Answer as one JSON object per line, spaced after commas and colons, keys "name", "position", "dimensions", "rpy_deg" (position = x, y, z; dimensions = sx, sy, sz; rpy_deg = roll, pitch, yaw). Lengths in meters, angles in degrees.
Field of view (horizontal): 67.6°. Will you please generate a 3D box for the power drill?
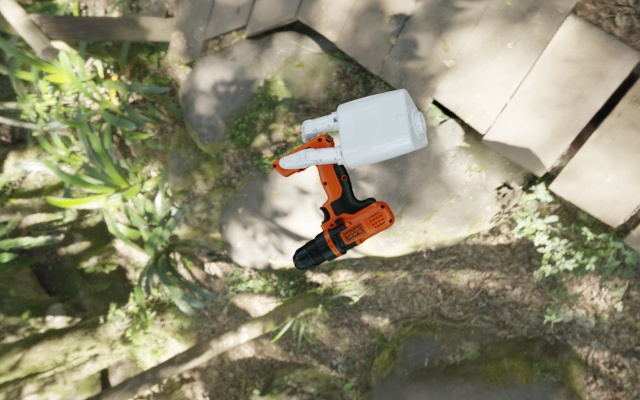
{"name": "power drill", "position": [0.000, 0.002, 0.772], "dimensions": [0.184, 0.187, 0.057], "rpy_deg": [-30, 4, 11]}
